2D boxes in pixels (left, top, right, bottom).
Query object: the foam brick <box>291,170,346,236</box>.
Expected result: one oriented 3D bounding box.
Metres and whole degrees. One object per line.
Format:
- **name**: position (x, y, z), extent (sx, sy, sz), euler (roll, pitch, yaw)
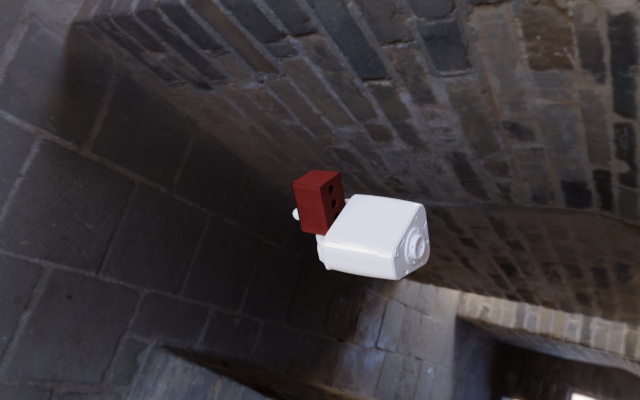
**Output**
- **foam brick**: position (0.000, 0.002, 0.672), extent (0.051, 0.078, 0.053), euler (7, 30, 37)
